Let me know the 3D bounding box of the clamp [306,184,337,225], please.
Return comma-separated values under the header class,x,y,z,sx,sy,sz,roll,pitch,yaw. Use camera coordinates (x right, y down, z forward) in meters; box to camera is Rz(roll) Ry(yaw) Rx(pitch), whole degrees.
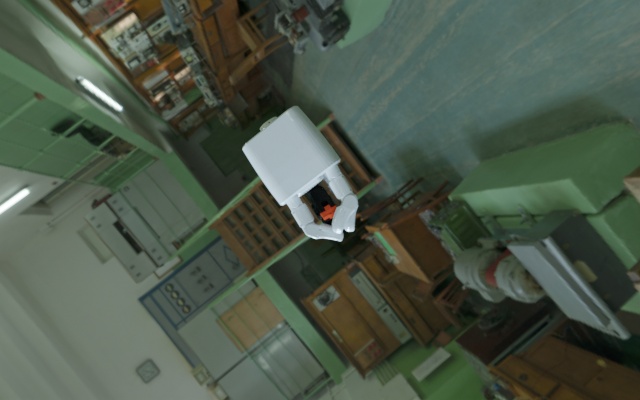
class,x,y,z,sx,sy,sz,roll,pitch,yaw
clamp,0.000,0.003,0.792,0.039,0.120,0.171,-35,-1,-6
